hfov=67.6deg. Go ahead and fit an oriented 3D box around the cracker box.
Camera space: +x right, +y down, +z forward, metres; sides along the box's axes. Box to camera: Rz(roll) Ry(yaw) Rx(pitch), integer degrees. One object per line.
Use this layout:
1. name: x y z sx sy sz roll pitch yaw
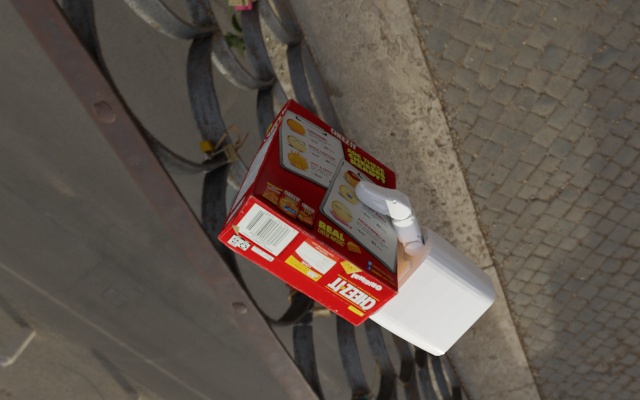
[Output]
1. cracker box: 0.000 0.002 0.510 0.164 0.072 0.213 34 31 -15
